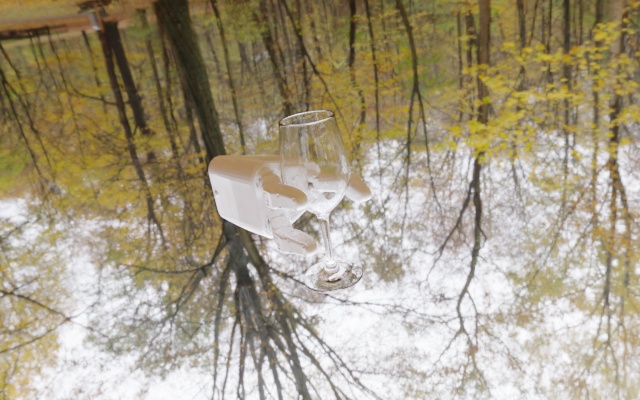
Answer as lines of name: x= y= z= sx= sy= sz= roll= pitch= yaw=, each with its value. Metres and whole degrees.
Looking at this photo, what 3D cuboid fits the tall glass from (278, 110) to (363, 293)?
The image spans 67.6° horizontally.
tall glass: x=0.000 y=0.002 z=0.549 sx=0.079 sy=0.201 sz=0.079 roll=-8 pitch=22 yaw=3
